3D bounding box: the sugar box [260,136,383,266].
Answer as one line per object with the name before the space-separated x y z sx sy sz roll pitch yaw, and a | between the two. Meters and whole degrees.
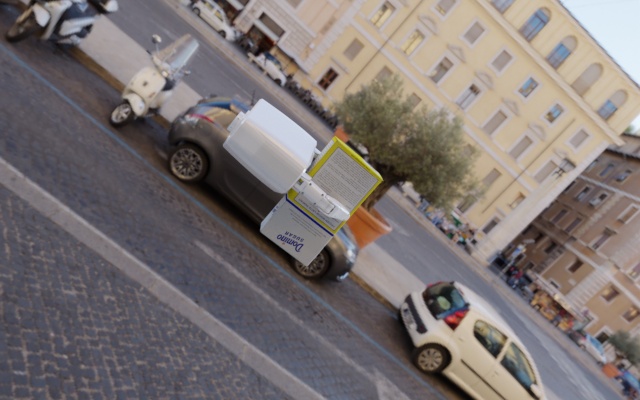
sugar box | 0.000 0.002 0.710 0.093 0.176 0.048 39 11 -13
